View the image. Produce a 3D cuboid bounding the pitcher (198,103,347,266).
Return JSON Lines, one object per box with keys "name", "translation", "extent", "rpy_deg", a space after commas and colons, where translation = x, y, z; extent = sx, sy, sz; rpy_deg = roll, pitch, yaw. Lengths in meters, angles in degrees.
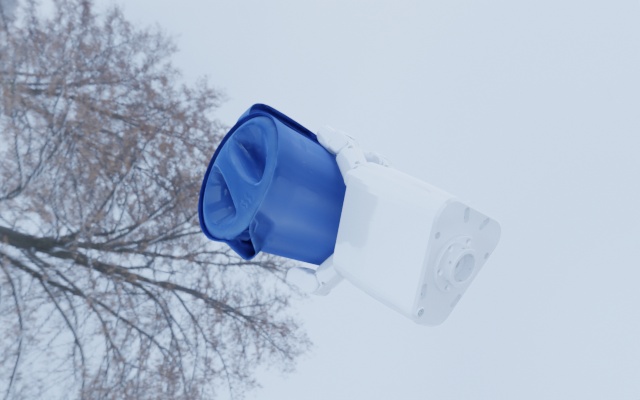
{"name": "pitcher", "translation": [0.000, 0.002, 0.533], "extent": [0.243, 0.149, 0.145], "rpy_deg": [23, 1, -38]}
